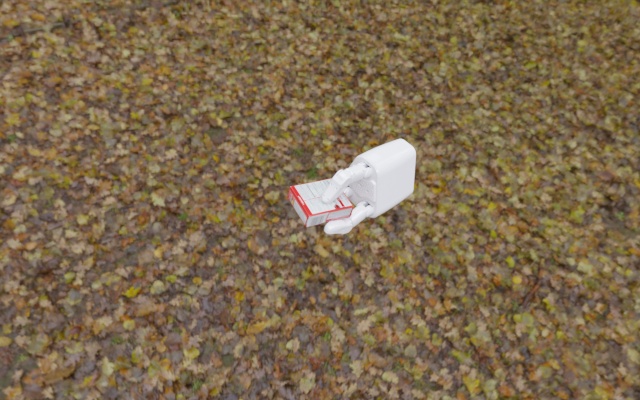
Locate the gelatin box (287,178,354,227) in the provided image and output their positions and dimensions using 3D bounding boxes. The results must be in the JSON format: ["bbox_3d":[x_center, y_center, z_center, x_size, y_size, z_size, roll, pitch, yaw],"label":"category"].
[{"bbox_3d":[0.000,0.002,0.801,0.089,0.030,0.073,-12,50,-28],"label":"gelatin box"}]
